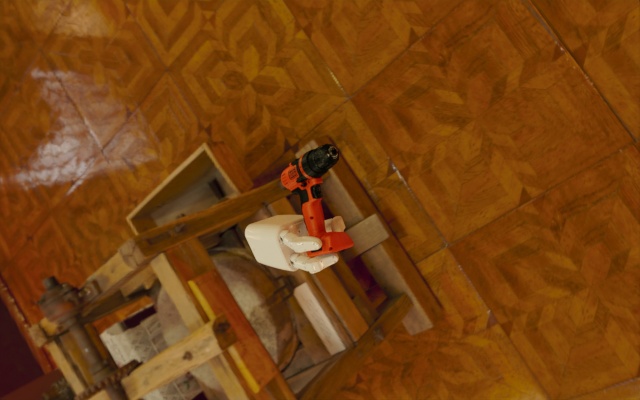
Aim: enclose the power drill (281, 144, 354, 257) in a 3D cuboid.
[{"bbox_3d":[0.000,0.003,0.871,0.057,0.187,0.184,-12,-6,-28],"label":"power drill"}]
